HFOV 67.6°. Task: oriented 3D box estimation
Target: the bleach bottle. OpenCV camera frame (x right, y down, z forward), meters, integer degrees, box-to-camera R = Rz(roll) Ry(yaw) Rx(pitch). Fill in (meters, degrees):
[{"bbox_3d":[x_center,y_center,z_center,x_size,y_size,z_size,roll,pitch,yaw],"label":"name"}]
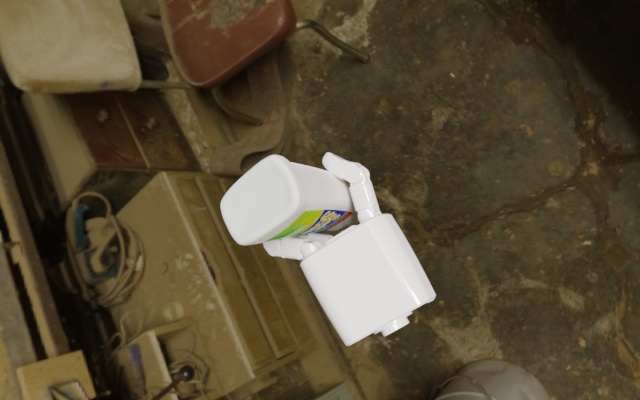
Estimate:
[{"bbox_3d":[0.000,0.002,0.578,0.102,0.068,0.251,-36,-17,26],"label":"bleach bottle"}]
